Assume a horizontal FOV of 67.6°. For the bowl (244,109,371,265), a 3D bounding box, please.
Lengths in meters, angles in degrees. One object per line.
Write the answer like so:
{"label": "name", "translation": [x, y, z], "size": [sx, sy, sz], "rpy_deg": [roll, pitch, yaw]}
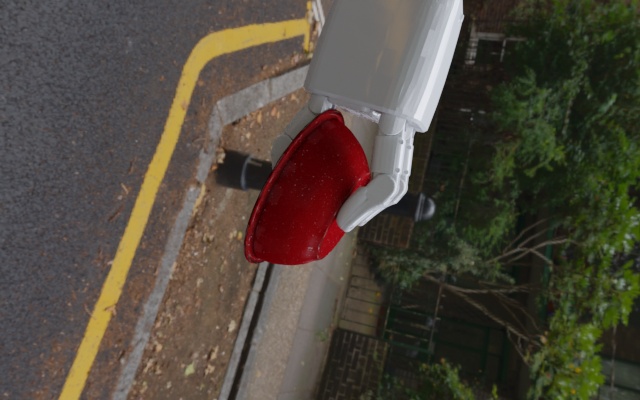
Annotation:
{"label": "bowl", "translation": [0.000, 0.003, 0.438], "size": [0.055, 0.162, 0.162], "rpy_deg": [31, 8, 14]}
